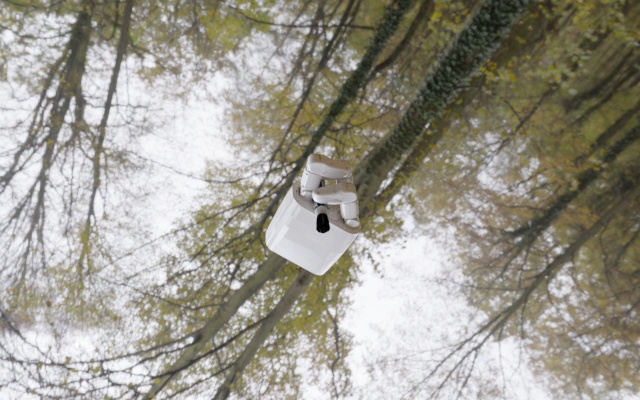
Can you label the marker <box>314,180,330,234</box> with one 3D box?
[{"bbox_3d":[0.000,0.002,0.671,0.020,0.020,0.121,0,40,-5],"label":"marker"}]
